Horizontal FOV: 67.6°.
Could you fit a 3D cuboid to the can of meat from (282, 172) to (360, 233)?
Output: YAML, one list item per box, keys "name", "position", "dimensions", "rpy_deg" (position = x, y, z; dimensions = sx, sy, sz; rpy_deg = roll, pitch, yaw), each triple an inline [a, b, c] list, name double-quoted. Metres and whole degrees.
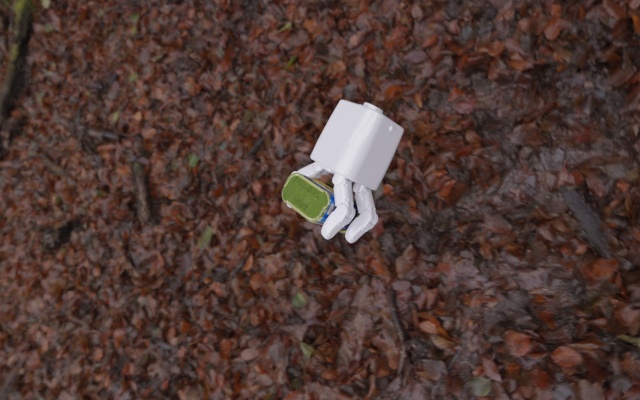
- name: "can of meat"
  position: [0.000, 0.002, 0.748]
  dimensions: [0.102, 0.057, 0.084]
  rpy_deg: [35, 10, 39]
